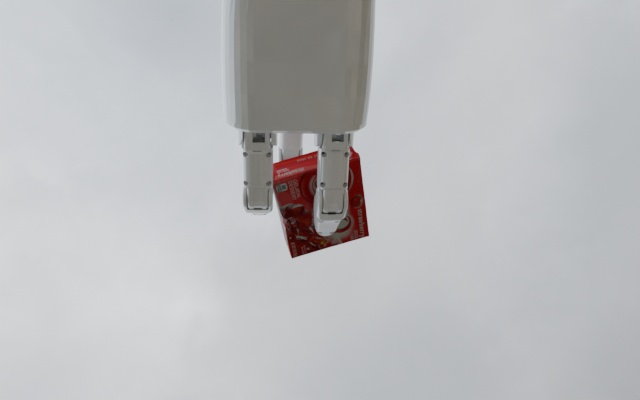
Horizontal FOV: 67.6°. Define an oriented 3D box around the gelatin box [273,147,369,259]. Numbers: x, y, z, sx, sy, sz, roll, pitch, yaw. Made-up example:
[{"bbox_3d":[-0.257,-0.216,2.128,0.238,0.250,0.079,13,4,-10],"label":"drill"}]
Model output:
[{"bbox_3d":[0.000,0.001,0.404,0.073,0.089,0.030,-16,40,-7],"label":"gelatin box"}]
